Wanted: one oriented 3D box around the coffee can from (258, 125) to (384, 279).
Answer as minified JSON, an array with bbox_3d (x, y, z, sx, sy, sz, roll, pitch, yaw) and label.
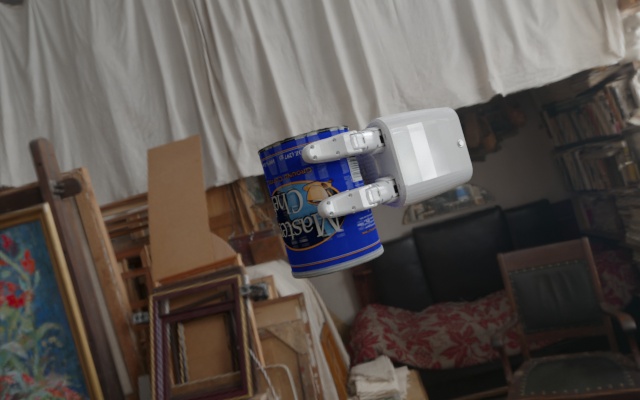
[{"bbox_3d":[0.000,0.002,0.517,0.103,0.140,0.103,-16,1,0],"label":"coffee can"}]
